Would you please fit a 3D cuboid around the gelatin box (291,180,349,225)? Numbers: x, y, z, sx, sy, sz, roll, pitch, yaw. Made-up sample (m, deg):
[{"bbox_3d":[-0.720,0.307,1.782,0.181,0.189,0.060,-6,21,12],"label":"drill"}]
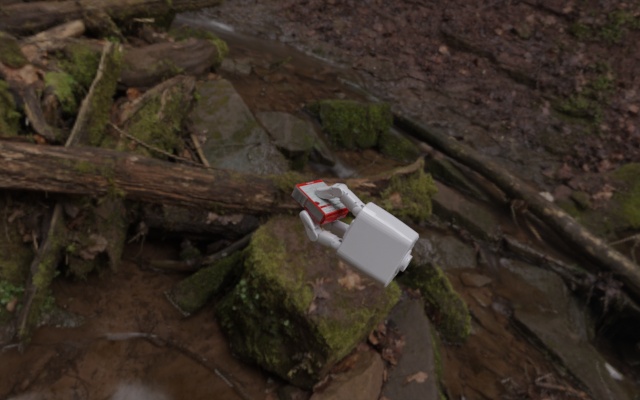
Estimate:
[{"bbox_3d":[0.000,0.002,0.895,0.073,0.030,0.089,-15,52,-47],"label":"gelatin box"}]
